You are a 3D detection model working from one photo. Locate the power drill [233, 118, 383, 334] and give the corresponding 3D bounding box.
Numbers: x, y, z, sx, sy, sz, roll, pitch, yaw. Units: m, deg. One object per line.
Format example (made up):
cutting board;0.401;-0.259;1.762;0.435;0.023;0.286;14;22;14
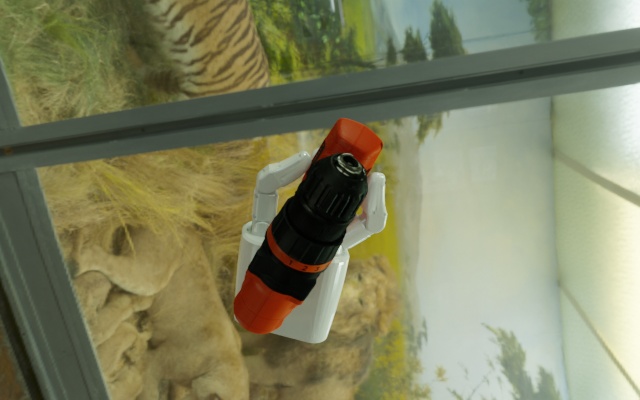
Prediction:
power drill;0.000;0.001;0.407;0.057;0.184;0.187;33;37;-1
